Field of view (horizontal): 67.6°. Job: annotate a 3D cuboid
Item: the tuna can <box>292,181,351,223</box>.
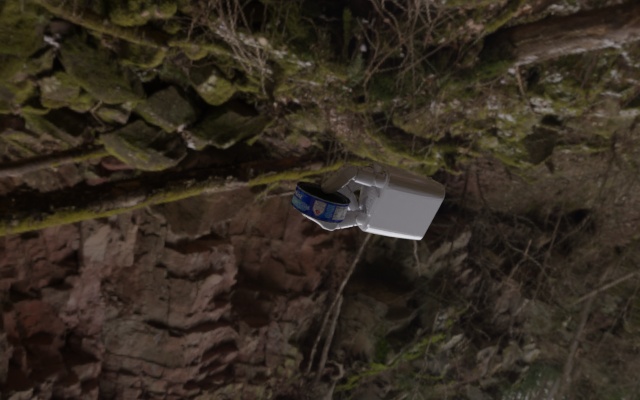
[{"bbox_3d":[0.000,0.003,0.722,0.086,0.034,0.086,18,14,-5],"label":"tuna can"}]
